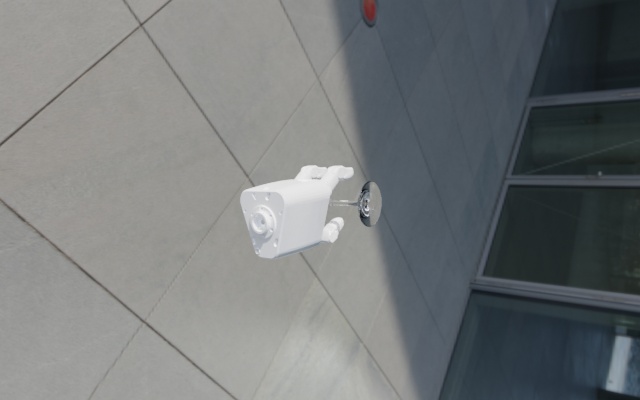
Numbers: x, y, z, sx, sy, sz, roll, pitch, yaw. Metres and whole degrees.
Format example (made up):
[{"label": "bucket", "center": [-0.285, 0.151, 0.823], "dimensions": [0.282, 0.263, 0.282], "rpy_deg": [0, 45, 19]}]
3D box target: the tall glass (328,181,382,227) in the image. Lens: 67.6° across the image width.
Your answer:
[{"label": "tall glass", "center": [0.001, 0.003, 0.831], "dimensions": [0.201, 0.079, 0.079], "rpy_deg": [2, 1, 36]}]
